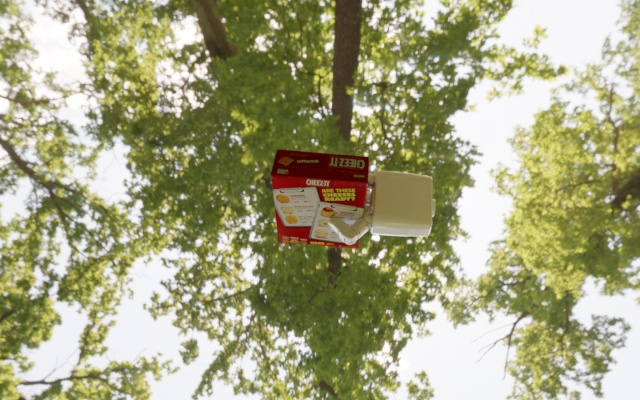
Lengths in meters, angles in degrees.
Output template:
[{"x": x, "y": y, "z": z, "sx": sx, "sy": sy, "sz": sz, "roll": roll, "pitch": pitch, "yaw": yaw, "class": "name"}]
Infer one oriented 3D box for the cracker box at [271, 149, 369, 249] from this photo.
[{"x": 0.000, "y": 0.003, "z": 0.889, "sx": 0.164, "sy": 0.072, "sz": 0.214, "roll": 5, "pitch": -37, "yaw": 3, "class": "cracker box"}]
